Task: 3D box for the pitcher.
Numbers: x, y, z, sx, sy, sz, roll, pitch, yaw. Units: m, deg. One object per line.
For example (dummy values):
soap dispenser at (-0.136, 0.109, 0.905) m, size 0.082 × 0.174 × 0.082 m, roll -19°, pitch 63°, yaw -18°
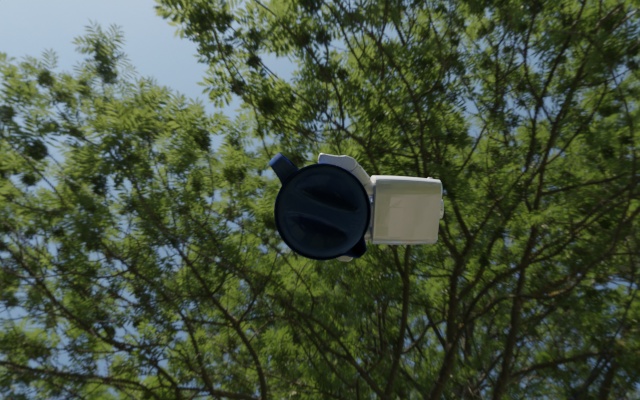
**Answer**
pitcher at (0.000, 0.003, 0.763) m, size 0.145 × 0.149 × 0.243 m, roll 1°, pitch 3°, yaw 2°
